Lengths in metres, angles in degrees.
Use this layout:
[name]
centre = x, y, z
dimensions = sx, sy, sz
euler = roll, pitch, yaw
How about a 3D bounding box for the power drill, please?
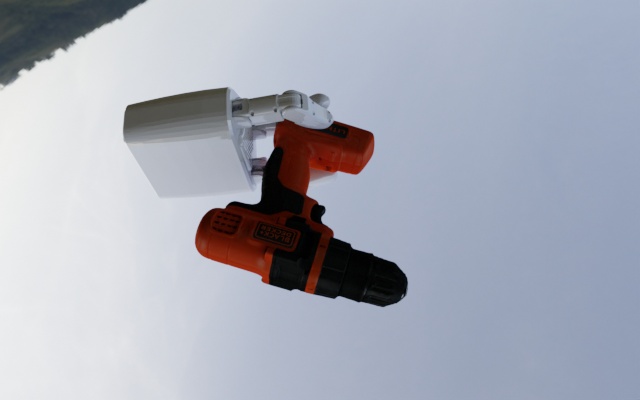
[power drill]
centre = 0.000, 0.001, 0.450
dimensions = 0.184, 0.187, 0.057
euler = 17, -43, 1
